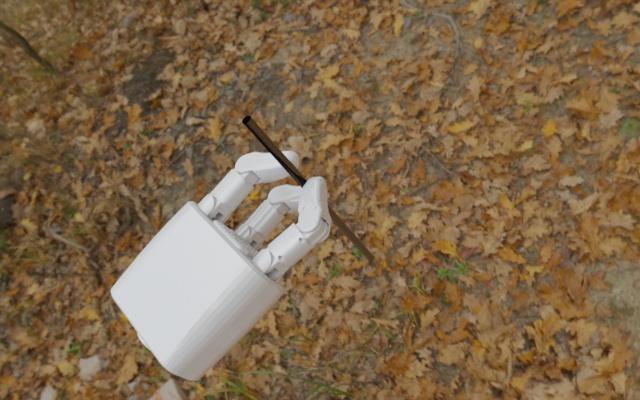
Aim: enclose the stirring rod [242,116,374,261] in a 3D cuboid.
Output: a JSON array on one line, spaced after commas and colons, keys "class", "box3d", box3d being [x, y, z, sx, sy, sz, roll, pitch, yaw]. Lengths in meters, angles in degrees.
[{"class": "stirring rod", "box3d": [0.000, 0.002, 0.445, 0.011, 0.011, 0.240, 0, -31, 33]}]
